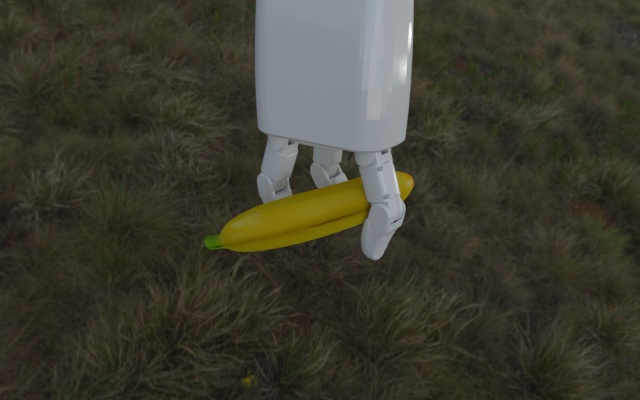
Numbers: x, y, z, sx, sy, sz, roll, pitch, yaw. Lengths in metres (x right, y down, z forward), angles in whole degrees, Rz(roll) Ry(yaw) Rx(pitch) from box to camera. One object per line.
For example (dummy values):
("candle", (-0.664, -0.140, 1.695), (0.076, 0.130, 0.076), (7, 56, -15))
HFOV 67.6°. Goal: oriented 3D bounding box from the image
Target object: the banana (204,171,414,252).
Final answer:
("banana", (0.003, 0.005, 0.395), (0.198, 0.037, 0.069), (-15, 14, -17))
